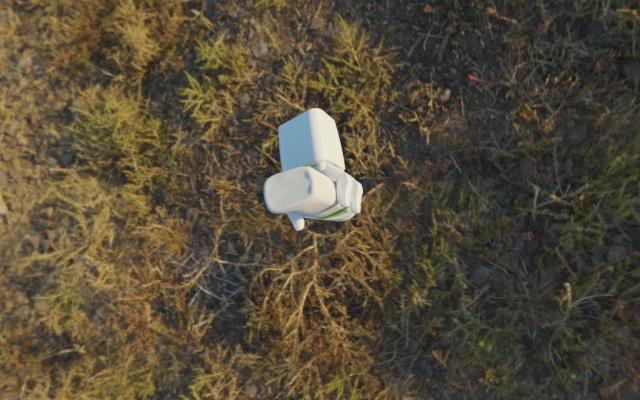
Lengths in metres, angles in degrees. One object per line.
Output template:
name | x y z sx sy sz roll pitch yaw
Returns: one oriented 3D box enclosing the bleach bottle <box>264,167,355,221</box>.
bleach bottle | 0.000 0.003 0.895 0.102 0.068 0.251 -17 -17 21
